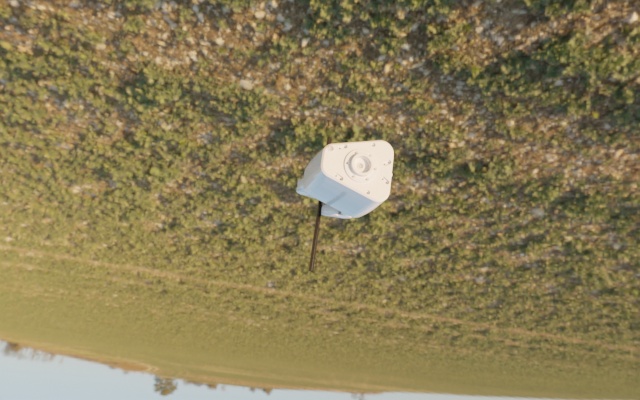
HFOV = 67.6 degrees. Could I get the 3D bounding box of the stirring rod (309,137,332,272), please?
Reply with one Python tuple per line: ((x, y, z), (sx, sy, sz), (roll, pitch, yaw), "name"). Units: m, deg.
((0.000, 0.003, 0.826), (0.011, 0.239, 0.011), (8, -14, 2), "stirring rod")
